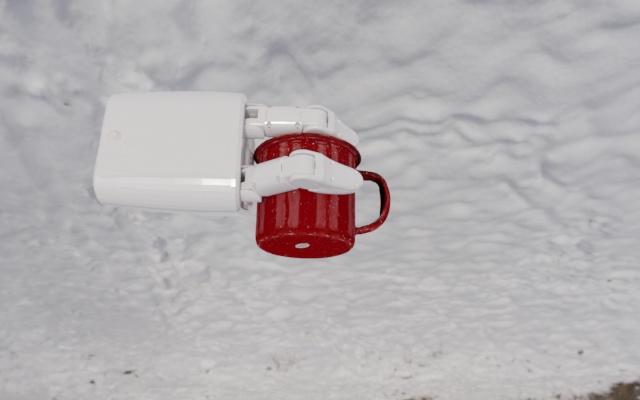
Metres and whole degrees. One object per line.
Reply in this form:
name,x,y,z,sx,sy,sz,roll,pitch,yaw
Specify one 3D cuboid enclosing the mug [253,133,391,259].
mug,0.002,0.002,0.400,0.117,0.081,0.093,2,-20,-2
